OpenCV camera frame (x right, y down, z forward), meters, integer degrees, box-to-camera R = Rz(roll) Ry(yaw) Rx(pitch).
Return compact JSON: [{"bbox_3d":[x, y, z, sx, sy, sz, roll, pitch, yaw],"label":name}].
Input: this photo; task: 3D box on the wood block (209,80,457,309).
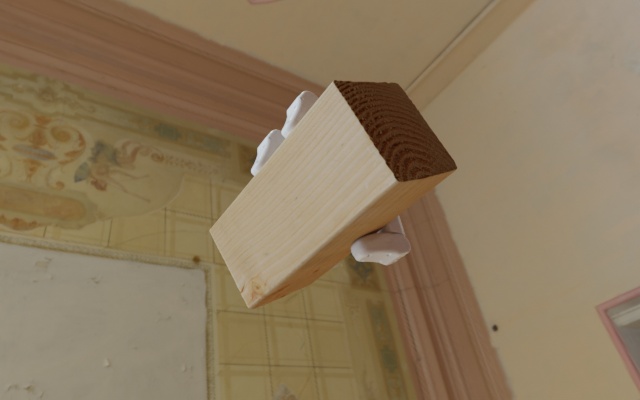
[{"bbox_3d":[0.000,0.002,0.416,0.090,0.090,0.206,-13,-24,-47],"label":"wood block"}]
